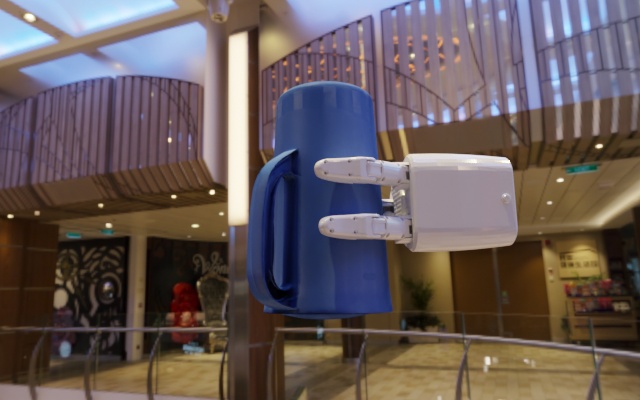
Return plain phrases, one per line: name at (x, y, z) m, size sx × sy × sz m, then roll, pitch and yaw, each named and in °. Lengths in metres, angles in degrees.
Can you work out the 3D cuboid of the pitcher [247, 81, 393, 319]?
pitcher at (0.000, 0.002, 0.506) m, size 0.145 × 0.242 × 0.149 m, roll 0°, pitch -11°, yaw -4°
